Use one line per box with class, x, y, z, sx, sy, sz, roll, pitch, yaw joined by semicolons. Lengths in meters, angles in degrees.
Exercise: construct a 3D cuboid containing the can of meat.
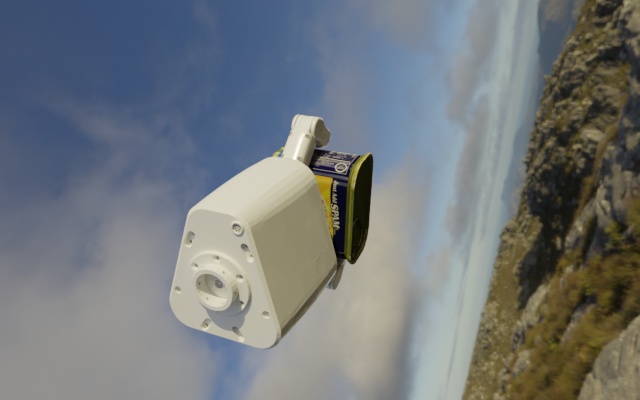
can of meat;0.000;0.001;0.451;0.084;0.102;0.057;11;28;19
